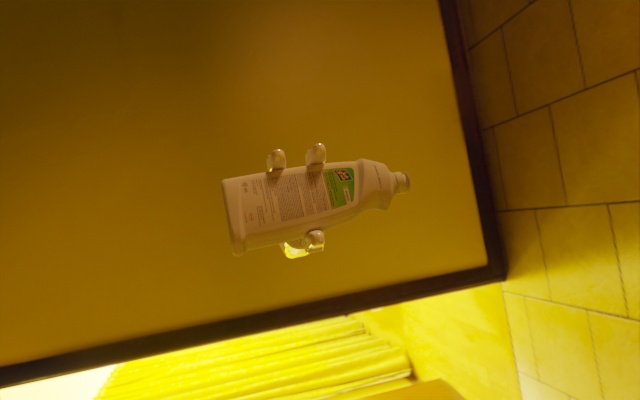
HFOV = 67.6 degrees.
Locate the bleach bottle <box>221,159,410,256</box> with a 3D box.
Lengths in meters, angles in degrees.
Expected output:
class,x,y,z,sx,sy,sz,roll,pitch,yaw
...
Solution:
class,x,y,z,sx,sy,sz,roll,pitch,yaw
bleach bottle,0.000,0.002,0.638,0.251,0.102,0.068,-9,-15,-11
